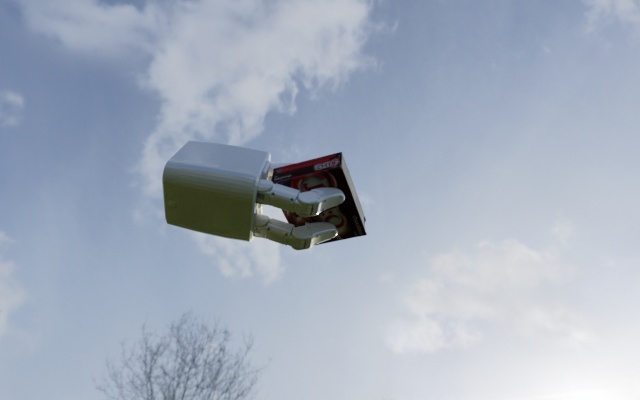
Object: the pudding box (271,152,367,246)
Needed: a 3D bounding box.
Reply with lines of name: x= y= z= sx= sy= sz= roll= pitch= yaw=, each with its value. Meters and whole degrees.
pudding box: x=0.000 y=0.002 z=0.592 sx=0.090 sy=0.114 sz=0.039 roll=-12 pitch=39 yaw=15
